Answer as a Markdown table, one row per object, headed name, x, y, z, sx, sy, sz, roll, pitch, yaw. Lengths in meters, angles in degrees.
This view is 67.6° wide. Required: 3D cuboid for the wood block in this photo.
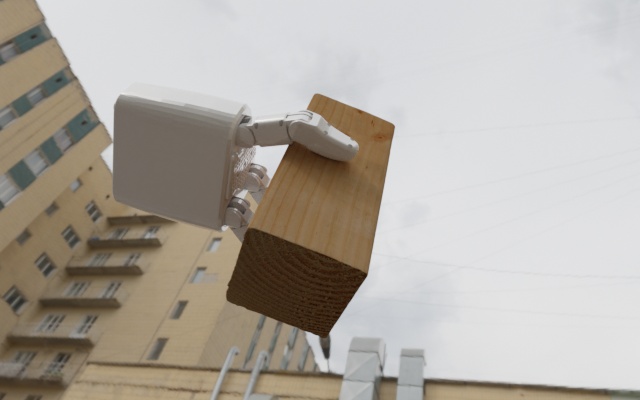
| name | x | y | z | sx | sy | sz | roll | pitch | yaw |
| --- | --- | --- | --- | --- | --- | --- | --- | --- | --- |
| wood block | 0.000 | 0.001 | 0.427 | 0.090 | 0.091 | 0.206 | 22 | 41 | -3 |
